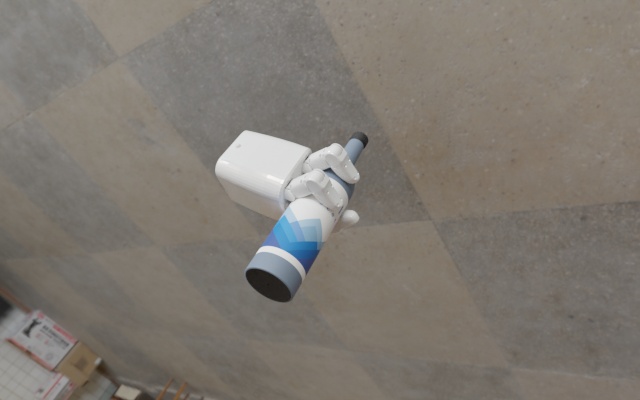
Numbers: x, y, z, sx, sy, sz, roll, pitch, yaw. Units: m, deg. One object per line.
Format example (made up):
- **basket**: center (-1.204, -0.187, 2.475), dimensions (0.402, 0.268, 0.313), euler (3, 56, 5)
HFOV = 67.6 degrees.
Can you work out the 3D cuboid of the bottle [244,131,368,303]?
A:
- **bottle**: center (0.000, 0.002, 0.657), dimensions (0.069, 0.069, 0.295), euler (0, 42, 35)
